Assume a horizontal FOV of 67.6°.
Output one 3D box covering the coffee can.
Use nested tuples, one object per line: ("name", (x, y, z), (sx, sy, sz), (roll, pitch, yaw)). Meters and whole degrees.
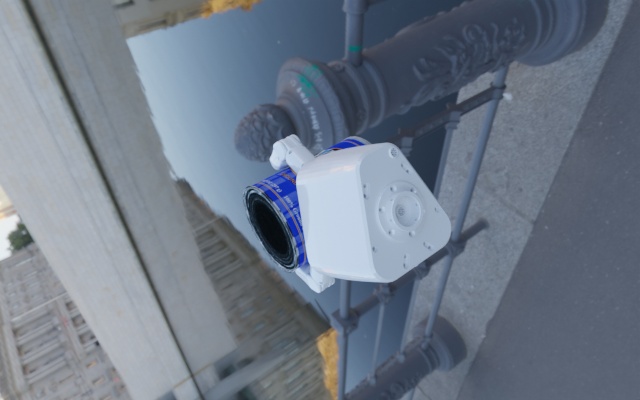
("coffee can", (0.000, 0.002, 0.534), (0.140, 0.103, 0.103), (-29, 13, -26))
